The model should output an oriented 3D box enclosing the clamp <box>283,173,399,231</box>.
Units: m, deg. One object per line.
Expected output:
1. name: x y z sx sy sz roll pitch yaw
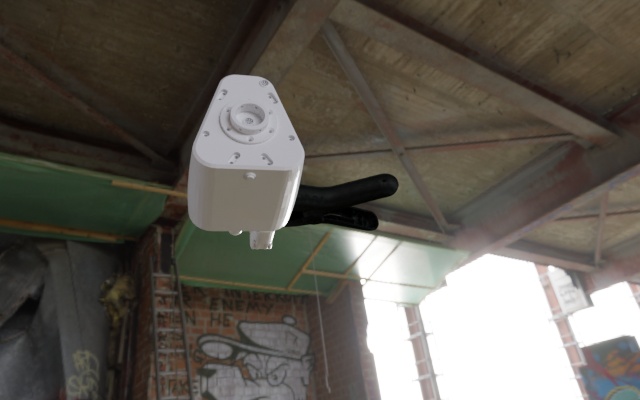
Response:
1. clamp: 0.000 0.001 0.525 0.171 0.039 0.120 1 -30 -15
